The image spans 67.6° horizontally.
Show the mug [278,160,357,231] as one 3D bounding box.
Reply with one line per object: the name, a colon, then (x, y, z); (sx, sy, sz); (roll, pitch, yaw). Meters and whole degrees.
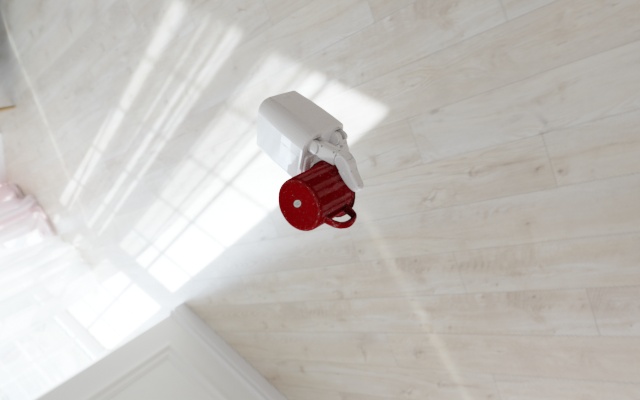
mug: (0.001, 0.003, 0.702); (0.117, 0.093, 0.081); (40, 39, 19)
